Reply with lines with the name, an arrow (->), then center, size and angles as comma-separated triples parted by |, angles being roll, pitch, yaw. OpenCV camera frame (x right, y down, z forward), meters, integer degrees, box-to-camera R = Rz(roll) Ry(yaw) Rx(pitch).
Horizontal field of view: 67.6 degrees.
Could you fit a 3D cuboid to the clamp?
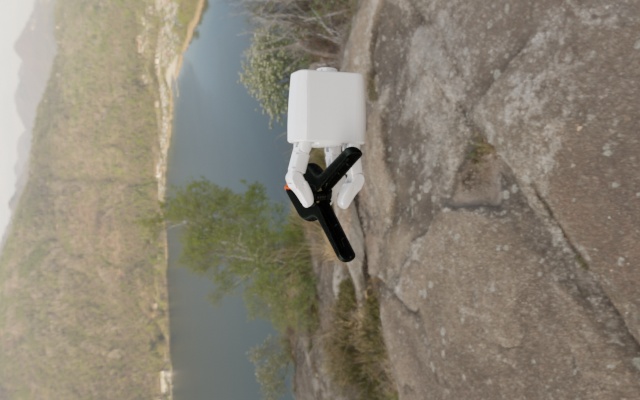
clamp -> -0.001, 0.002, 0.746 | 0.036, 0.164, 0.210 | -1, 4, -29
